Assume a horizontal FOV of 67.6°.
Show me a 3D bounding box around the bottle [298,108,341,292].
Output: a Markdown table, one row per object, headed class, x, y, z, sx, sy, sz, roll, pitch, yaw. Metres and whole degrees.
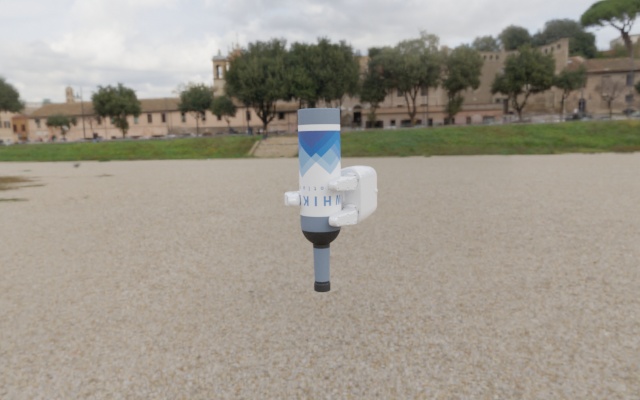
| class | x | y | z | sx | sy | sz | roll | pitch | yaw |
| --- | --- | --- | --- | --- | --- | --- | --- | --- | --- |
| bottle | 0.000 | 0.002 | 0.772 | 0.069 | 0.296 | 0.069 | -1 | 7 | 0 |
